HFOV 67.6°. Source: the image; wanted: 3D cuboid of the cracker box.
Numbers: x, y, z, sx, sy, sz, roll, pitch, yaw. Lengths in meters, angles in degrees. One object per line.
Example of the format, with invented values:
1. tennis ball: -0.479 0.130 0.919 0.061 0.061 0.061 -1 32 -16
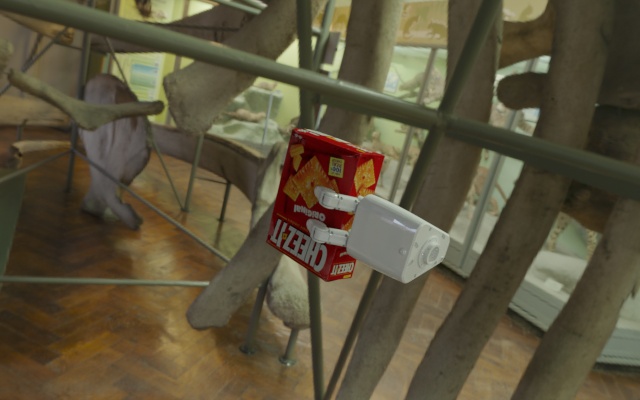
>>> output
1. cracker box: 0.000 0.002 0.796 0.072 0.214 0.164 0 20 -46
